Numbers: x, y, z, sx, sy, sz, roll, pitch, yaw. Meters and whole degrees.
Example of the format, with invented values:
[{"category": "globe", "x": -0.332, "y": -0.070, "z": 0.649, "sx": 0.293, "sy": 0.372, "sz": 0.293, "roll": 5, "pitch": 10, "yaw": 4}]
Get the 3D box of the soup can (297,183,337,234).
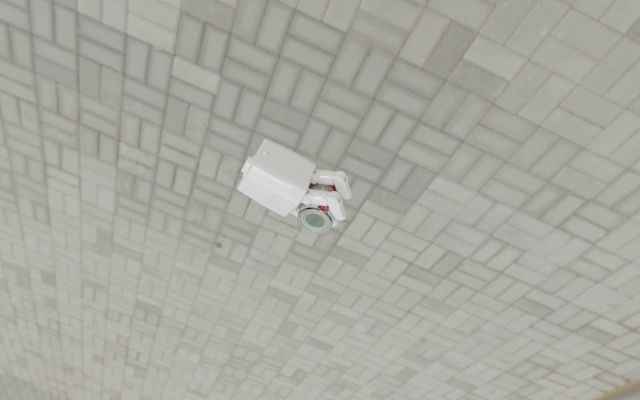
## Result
[{"category": "soup can", "x": 0.000, "y": 0.003, "z": 0.897, "sx": 0.068, "sy": 0.069, "sz": 0.102, "roll": 0, "pitch": 44, "yaw": 18}]
